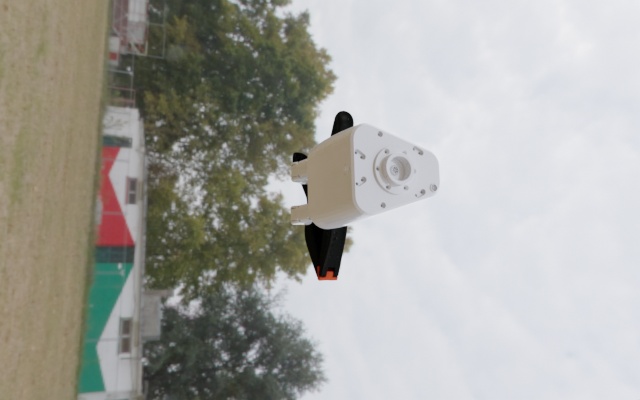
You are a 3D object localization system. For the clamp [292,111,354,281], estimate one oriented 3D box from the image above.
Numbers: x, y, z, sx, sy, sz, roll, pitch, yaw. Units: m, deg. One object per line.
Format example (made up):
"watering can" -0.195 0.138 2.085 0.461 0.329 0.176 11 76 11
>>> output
"clamp" 0.001 0.003 0.648 0.036 0.210 0.164 3 -9 -24
